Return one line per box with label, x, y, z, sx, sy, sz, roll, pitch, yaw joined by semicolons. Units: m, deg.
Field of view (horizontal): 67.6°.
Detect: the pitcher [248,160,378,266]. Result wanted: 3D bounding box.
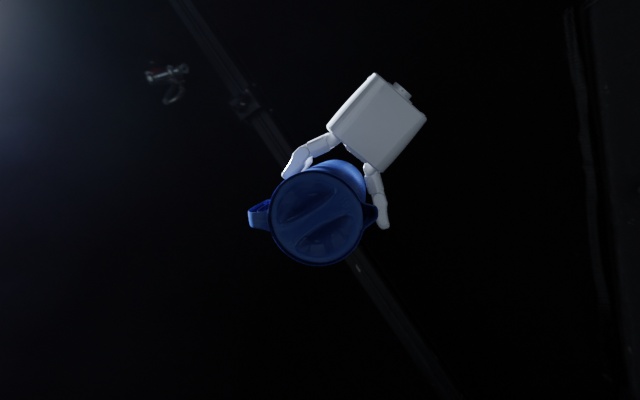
pitcher;0.000;0.002;0.753;0.149;0.145;0.242;39;14;0
